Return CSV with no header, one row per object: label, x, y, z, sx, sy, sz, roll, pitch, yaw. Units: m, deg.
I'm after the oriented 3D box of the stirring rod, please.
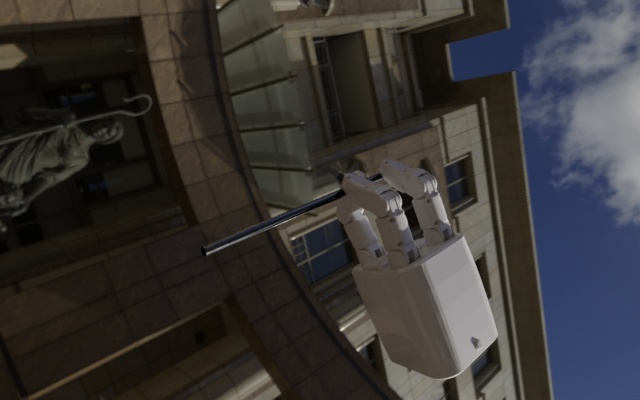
stirring rod,0.000,0.002,0.429,0.239,0.011,0.011,-23,15,-38
